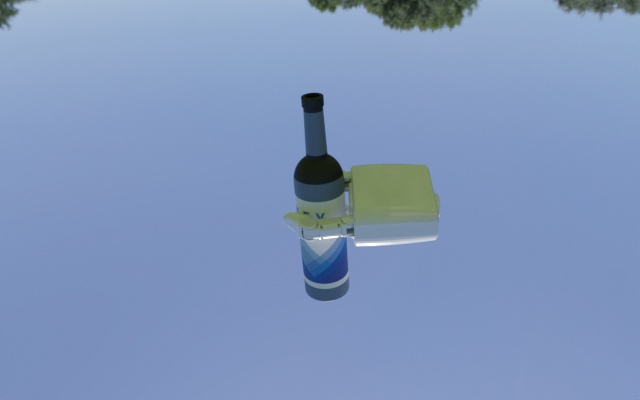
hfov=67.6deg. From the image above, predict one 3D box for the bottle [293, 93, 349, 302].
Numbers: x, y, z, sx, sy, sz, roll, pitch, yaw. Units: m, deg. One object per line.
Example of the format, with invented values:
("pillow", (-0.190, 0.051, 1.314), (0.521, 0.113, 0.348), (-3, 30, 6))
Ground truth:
("bottle", (0.000, 0.002, 0.645), (0.069, 0.296, 0.069), (-3, 30, 2))
